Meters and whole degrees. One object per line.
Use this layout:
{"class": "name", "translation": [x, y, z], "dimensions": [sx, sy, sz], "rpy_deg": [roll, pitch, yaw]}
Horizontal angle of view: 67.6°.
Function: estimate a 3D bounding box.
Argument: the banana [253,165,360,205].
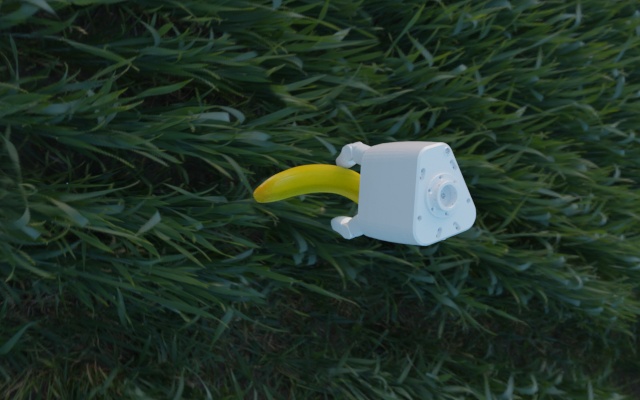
{"class": "banana", "translation": [0.007, -0.016, 0.652], "dimensions": [0.198, 0.069, 0.037], "rpy_deg": [12, 0, -29]}
